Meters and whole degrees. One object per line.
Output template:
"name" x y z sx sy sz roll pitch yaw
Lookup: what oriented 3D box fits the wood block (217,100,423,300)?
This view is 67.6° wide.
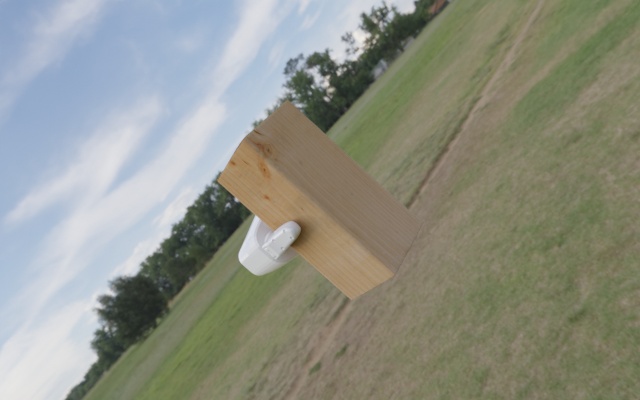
"wood block" 0.000 0.002 0.537 0.090 0.206 0.090 -44 6 49
